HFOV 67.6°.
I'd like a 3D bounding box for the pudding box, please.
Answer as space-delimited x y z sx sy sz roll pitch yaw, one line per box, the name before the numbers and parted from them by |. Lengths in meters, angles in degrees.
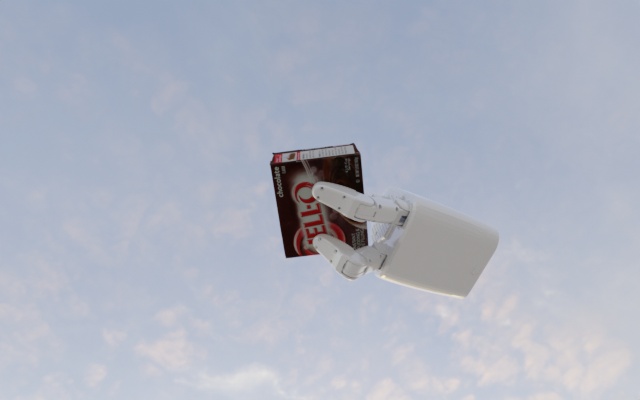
pudding box | 0.000 0.002 0.498 0.090 0.113 0.039 -7 24 0
